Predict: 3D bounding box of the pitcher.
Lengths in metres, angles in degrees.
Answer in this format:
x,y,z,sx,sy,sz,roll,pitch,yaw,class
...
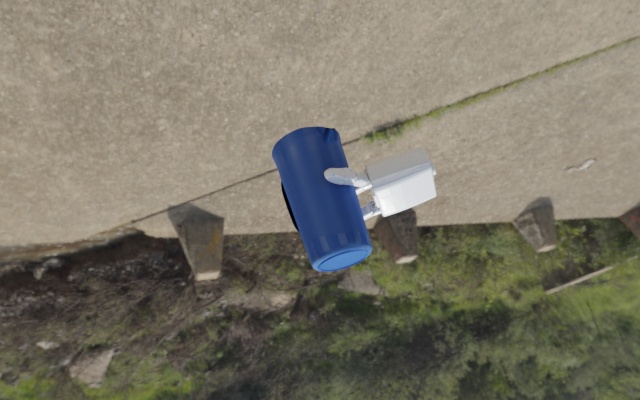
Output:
x,y,z,sx,sy,sz,roll,pitch,yaw,class
0.000,0.003,0.860,0.145,0.242,0.149,-19,-24,4,pitcher
